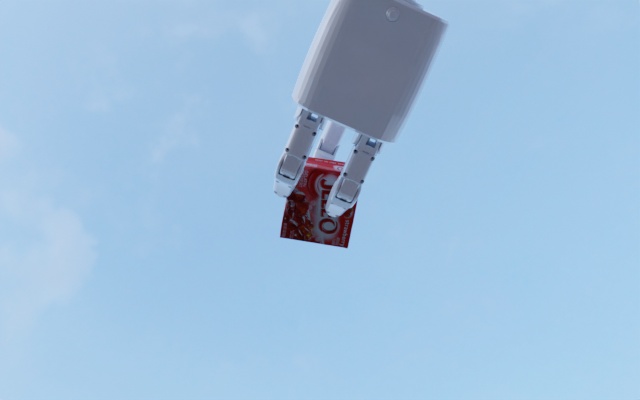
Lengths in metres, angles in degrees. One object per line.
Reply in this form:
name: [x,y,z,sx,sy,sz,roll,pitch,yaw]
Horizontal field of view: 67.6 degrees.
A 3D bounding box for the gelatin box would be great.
gelatin box: [0.000,0.002,0.488,0.073,0.089,0.030,9,29,-2]
